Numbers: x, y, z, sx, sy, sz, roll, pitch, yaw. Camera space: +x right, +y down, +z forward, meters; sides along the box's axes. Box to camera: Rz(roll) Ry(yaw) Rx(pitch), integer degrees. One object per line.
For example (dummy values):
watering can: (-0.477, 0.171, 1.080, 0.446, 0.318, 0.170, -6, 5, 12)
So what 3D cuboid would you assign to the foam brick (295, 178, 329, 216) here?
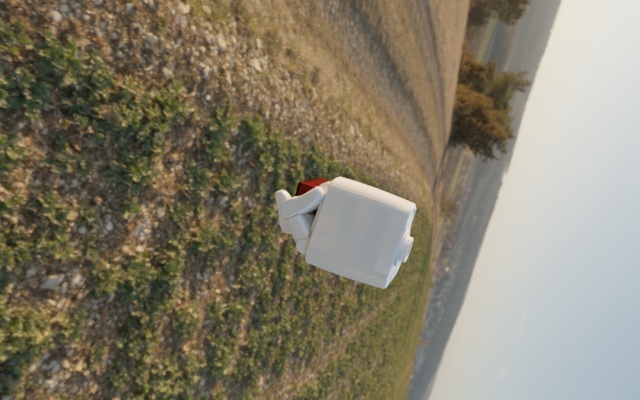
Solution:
foam brick: (0.000, 0.002, 0.674, 0.051, 0.053, 0.078, 18, 14, 17)
